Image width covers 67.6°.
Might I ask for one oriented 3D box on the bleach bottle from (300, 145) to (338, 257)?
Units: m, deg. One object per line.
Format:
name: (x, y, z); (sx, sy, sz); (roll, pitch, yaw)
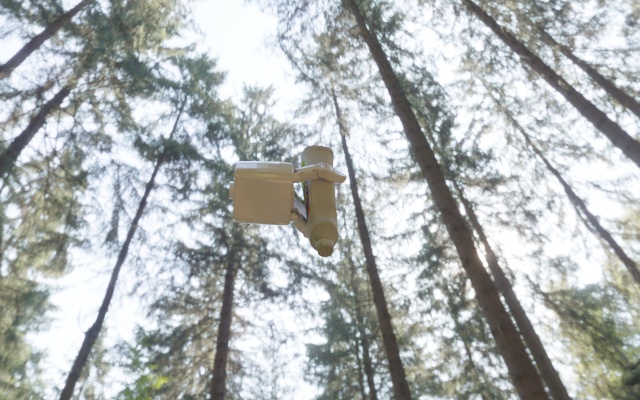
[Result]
bleach bottle: (0.000, 0.003, 0.893); (0.068, 0.103, 0.250); (2, 37, -7)
